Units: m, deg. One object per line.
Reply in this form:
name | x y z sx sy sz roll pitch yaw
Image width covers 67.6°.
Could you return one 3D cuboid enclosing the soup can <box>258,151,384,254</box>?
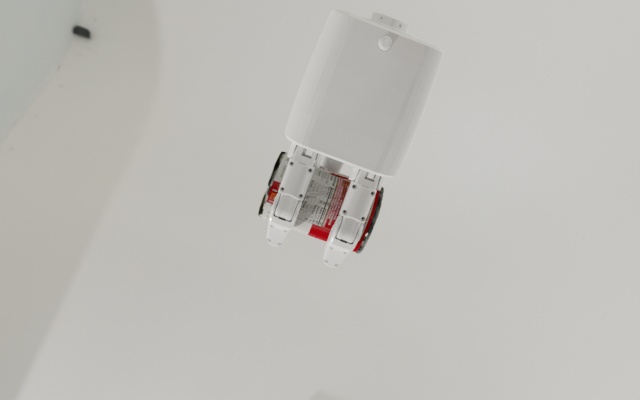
soup can | 0.000 0.002 0.451 0.102 0.068 0.068 20 -1 -3
